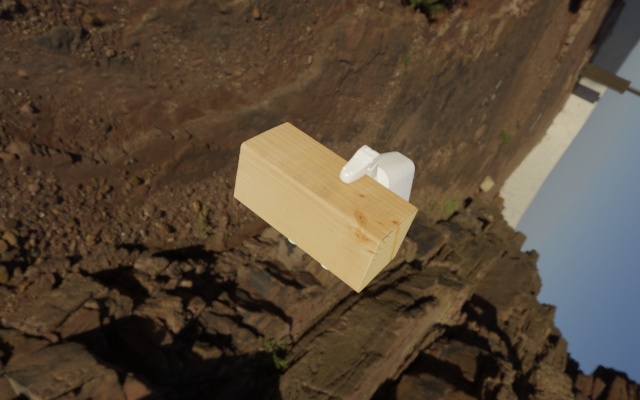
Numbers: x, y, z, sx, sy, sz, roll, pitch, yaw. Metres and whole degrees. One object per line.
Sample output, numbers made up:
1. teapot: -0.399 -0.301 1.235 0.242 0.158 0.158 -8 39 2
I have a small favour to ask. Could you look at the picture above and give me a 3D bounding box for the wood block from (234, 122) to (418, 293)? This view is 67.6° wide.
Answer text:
1. wood block: 0.001 0.002 0.588 0.206 0.091 0.090 35 43 20
